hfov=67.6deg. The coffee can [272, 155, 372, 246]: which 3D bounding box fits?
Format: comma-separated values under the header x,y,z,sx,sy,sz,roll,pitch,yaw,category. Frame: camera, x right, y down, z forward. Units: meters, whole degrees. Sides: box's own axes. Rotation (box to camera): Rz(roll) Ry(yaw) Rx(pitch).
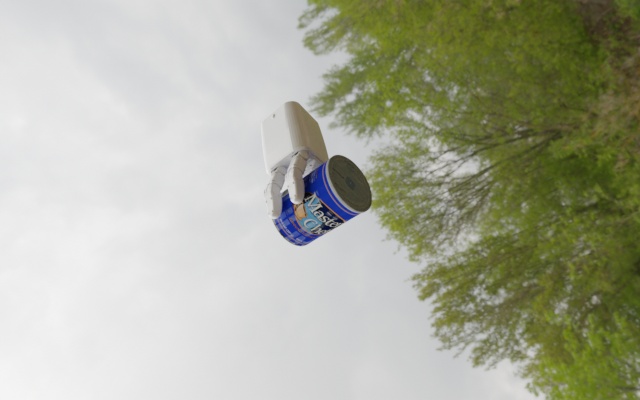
x,y,z,sx,sy,sz,roll,pitch,yaw,category
0.000,0.003,0.796,0.140,0.102,0.103,-32,-20,34,coffee can
